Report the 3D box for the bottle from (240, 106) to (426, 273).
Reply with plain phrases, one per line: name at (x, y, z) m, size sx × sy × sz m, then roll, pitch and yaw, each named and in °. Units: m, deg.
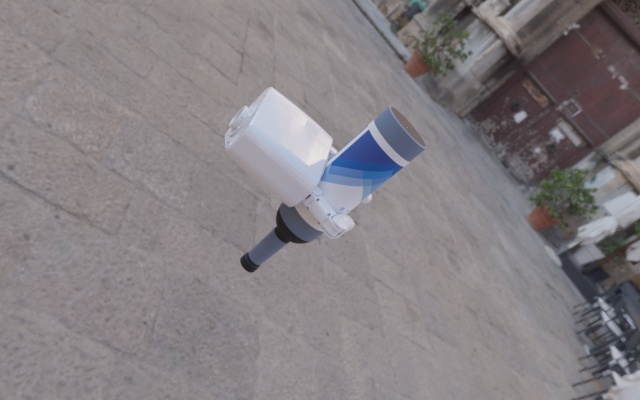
bottle at (0.000, 0.002, 0.618) m, size 0.296 × 0.069 × 0.069 m, roll -41°, pitch -18°, yaw 22°
